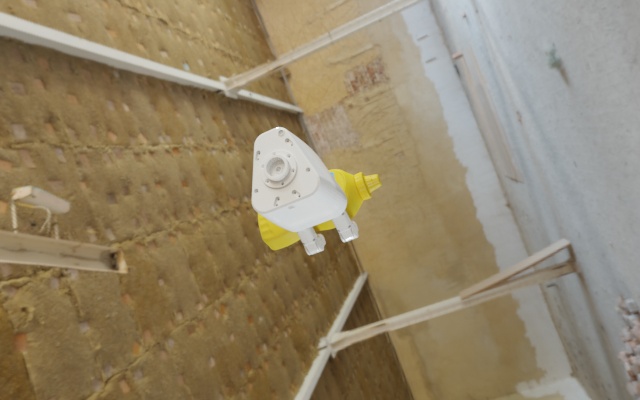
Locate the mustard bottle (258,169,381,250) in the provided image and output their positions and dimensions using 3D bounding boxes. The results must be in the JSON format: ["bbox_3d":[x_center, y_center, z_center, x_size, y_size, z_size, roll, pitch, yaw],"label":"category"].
[{"bbox_3d":[0.000,0.003,0.727,0.191,0.096,0.058,-21,-45,14],"label":"mustard bottle"}]
